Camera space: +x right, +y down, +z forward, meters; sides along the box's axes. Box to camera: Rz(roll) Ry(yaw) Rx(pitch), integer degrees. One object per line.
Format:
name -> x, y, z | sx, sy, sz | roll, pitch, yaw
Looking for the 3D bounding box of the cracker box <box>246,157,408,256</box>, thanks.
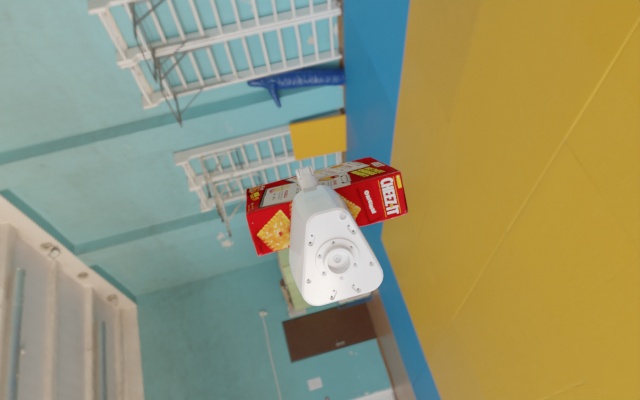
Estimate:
cracker box -> 0.000, 0.002, 0.707 | 0.213, 0.072, 0.164 | -15, 14, -5
